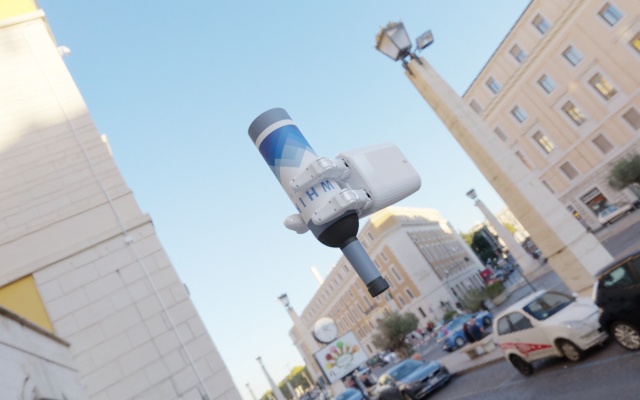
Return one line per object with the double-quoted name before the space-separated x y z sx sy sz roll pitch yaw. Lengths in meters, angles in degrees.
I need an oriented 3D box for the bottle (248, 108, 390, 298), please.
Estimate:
"bottle" 0.000 0.002 0.659 0.069 0.295 0.069 -31 -18 -11
